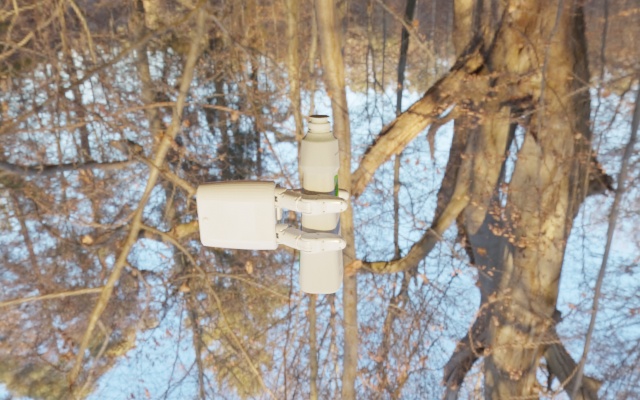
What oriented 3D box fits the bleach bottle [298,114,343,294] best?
[{"bbox_3d":[0.000,0.002,0.687,0.068,0.251,0.102,1,20,3],"label":"bleach bottle"}]
